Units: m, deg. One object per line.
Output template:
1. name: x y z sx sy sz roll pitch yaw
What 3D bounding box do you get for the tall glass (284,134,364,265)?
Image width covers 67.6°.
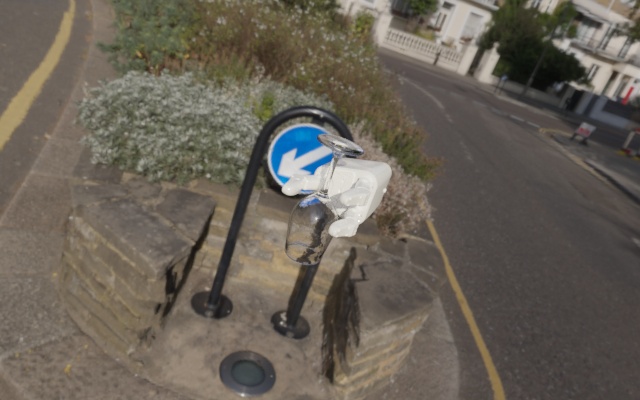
1. tall glass: 0.000 0.002 0.750 0.079 0.201 0.079 16 23 -7
